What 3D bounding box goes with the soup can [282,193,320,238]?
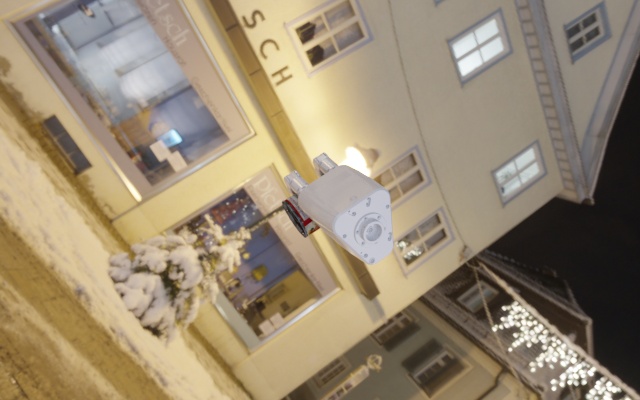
[{"bbox_3d":[0.000,0.002,0.748,0.102,0.068,0.068,-33,8,-12],"label":"soup can"}]
